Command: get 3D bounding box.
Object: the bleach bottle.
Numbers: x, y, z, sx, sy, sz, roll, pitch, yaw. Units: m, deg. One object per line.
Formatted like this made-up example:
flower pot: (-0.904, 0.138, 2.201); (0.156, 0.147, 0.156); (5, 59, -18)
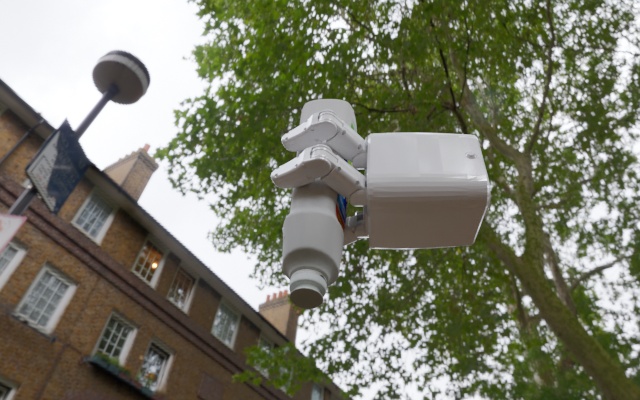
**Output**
bleach bottle: (0.000, 0.001, 0.485); (0.068, 0.103, 0.250); (0, 43, 7)
